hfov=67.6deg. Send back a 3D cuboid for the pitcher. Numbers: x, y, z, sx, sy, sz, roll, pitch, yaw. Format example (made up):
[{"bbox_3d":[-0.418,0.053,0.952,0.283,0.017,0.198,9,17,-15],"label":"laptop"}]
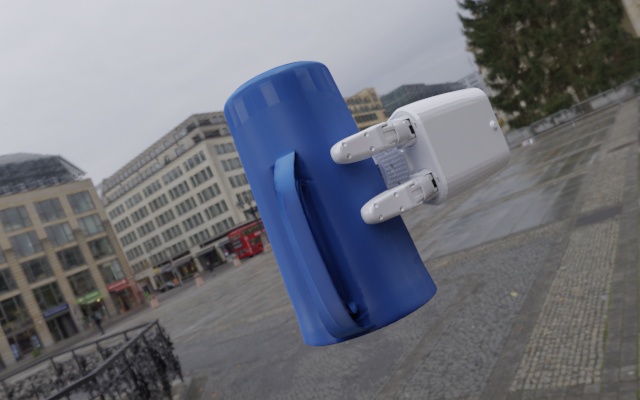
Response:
[{"bbox_3d":[0.000,0.001,0.440,0.145,0.243,0.149,-23,-1,-29],"label":"pitcher"}]
